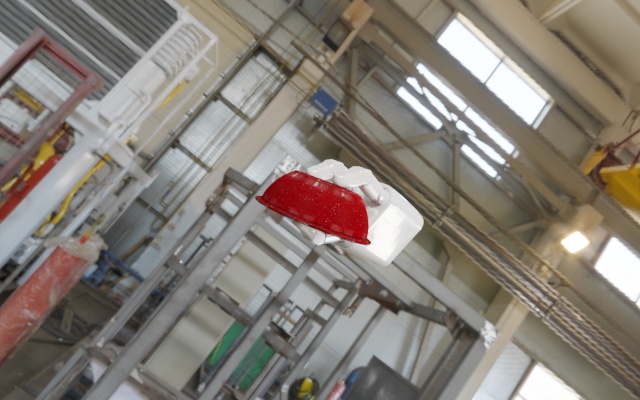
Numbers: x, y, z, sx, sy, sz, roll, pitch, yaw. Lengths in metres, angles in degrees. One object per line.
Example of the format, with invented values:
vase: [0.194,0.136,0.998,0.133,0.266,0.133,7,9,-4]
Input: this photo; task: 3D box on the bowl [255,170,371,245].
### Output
bowl: [0.000,0.001,0.616,0.162,0.055,0.162,22,4,-1]
